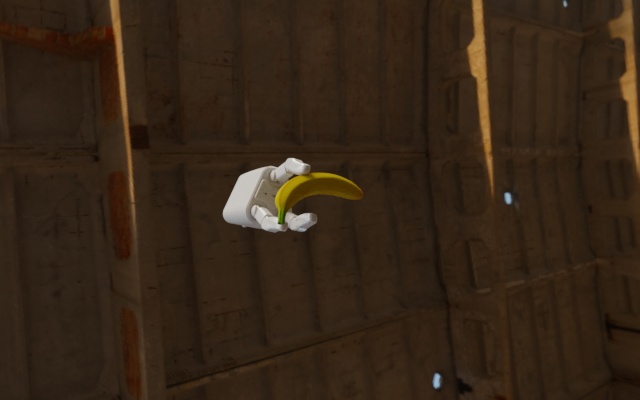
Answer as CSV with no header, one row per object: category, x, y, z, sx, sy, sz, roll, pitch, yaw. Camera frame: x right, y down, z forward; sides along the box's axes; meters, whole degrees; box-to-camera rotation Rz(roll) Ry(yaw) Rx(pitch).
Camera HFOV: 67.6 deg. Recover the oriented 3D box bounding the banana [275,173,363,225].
banana,-0.007,-0.015,0.820,0.198,0.069,0.037,-17,5,-38
